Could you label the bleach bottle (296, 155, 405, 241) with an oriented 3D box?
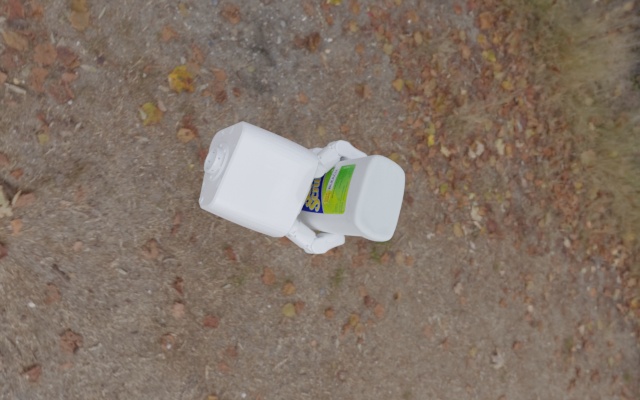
[{"bbox_3d":[0.000,0.002,0.653,0.068,0.102,0.251,25,-17,-32],"label":"bleach bottle"}]
